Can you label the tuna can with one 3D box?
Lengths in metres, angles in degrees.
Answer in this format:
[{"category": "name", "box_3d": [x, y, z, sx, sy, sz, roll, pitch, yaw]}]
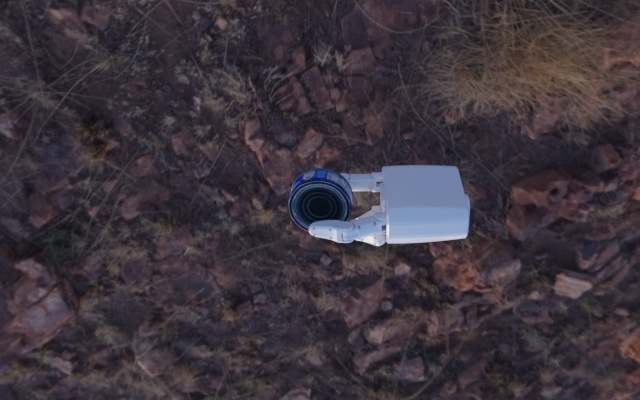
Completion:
[{"category": "tuna can", "box_3d": [0.000, 0.002, 0.638, 0.086, 0.086, 0.033, 0, 31, 6]}]
